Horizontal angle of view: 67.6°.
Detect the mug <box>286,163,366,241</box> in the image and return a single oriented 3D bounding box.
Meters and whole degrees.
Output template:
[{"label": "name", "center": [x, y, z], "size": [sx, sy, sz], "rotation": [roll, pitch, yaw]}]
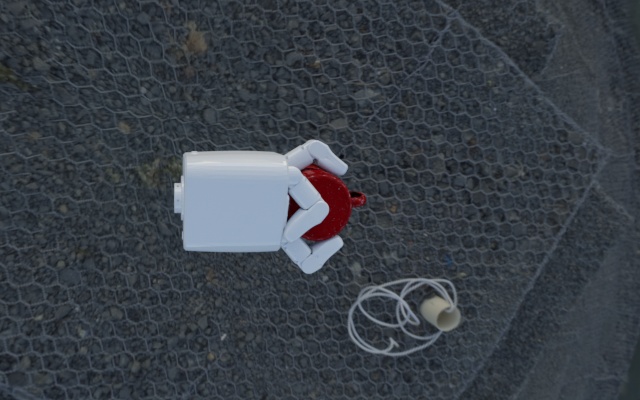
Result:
[{"label": "mug", "center": [0.002, 0.002, 0.591], "size": [0.117, 0.093, 0.081], "rotation": [-1, 10, -17]}]
